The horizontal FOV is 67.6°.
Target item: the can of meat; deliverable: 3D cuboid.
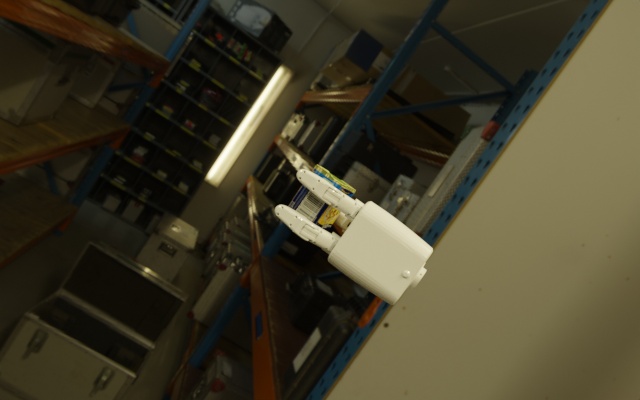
[{"bbox_3d":[0.000,0.002,0.675,0.057,0.084,0.102,36,5,15],"label":"can of meat"}]
